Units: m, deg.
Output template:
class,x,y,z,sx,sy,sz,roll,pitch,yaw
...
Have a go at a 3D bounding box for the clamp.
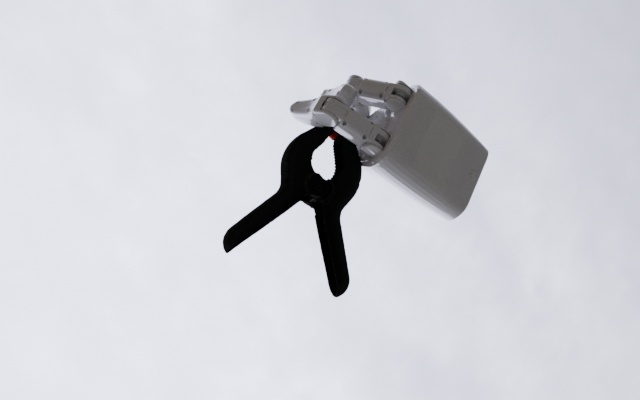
class,x,y,z,sx,sy,sz,roll,pitch,yaw
clamp,0.000,0.001,0.447,0.120,0.171,0.039,35,-19,-17
